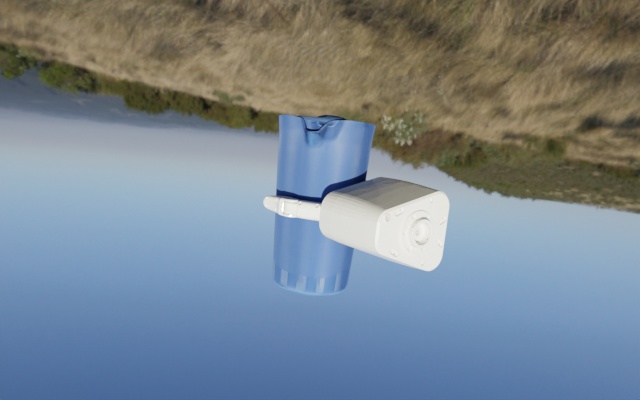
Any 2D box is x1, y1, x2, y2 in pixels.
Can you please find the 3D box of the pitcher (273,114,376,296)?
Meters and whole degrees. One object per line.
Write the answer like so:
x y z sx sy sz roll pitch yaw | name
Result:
0.000 0.002 0.680 0.149 0.243 0.145 2 8 -34 | pitcher
